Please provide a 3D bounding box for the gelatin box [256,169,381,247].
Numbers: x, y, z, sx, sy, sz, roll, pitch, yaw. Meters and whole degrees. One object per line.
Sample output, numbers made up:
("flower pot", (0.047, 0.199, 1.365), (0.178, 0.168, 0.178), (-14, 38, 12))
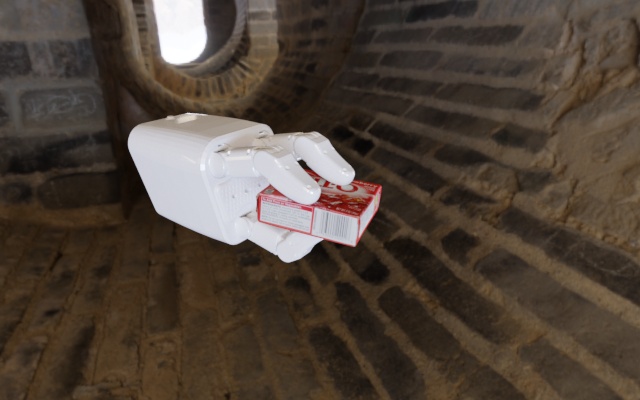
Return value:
("gelatin box", (0.000, 0.002, 0.410), (0.089, 0.030, 0.073), (13, 25, 16))
